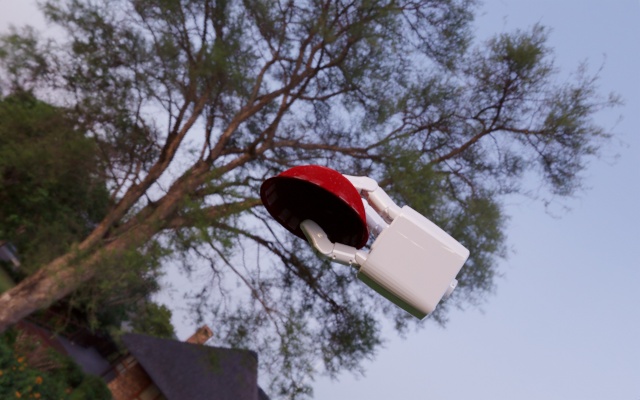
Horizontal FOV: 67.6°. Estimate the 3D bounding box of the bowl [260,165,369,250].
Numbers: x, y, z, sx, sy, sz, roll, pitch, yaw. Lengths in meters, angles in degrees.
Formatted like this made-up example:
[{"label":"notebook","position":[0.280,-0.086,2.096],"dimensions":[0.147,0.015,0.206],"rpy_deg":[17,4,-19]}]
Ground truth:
[{"label":"bowl","position":[-0.001,0.001,0.652],"dimensions":[0.162,0.055,0.162],"rpy_deg":[21,-30,13]}]
